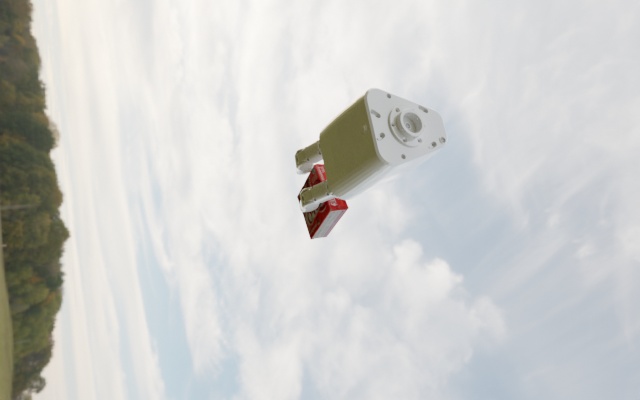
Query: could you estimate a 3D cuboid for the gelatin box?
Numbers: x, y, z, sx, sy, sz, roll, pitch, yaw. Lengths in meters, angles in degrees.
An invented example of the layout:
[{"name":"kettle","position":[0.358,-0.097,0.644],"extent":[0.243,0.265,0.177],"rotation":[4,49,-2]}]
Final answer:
[{"name":"gelatin box","position":[0.000,0.002,0.668],"extent":[0.030,0.073,0.089],"rotation":[-7,-28,-25]}]
